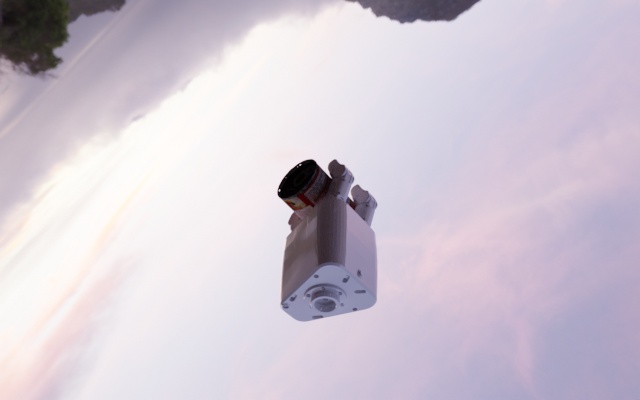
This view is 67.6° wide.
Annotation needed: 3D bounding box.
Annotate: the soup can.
[{"bbox_3d":[0.000,0.002,0.647,0.102,0.068,0.068,44,-26,-29],"label":"soup can"}]
